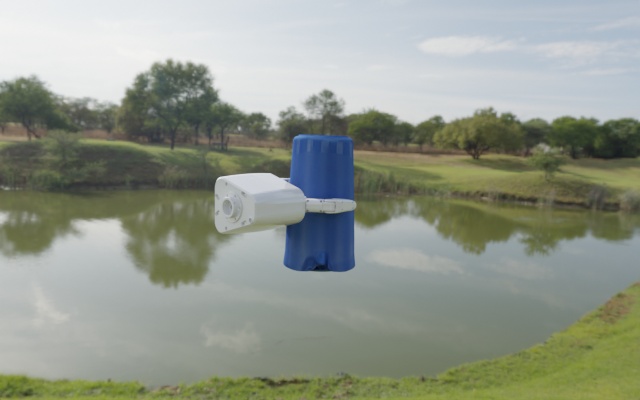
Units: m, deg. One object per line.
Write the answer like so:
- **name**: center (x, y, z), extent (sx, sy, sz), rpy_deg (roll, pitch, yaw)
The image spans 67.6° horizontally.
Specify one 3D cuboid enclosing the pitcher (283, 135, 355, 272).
- **pitcher**: center (0.000, 0.003, 0.880), extent (0.149, 0.243, 0.145), rpy_deg (9, 10, 43)
